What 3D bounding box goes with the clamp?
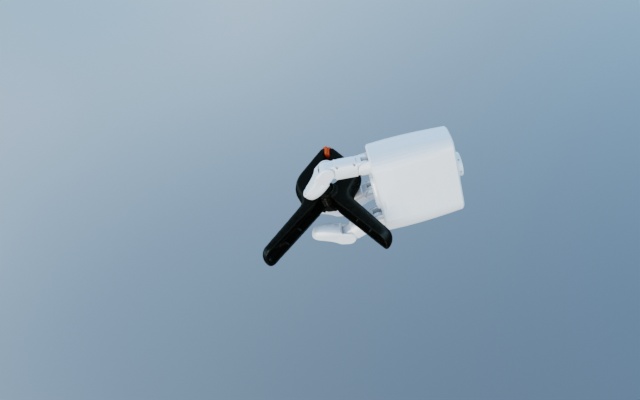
[{"bbox_3d":[0.000,0.001,0.654,0.164,0.036,0.209,-14,42,6],"label":"clamp"}]
